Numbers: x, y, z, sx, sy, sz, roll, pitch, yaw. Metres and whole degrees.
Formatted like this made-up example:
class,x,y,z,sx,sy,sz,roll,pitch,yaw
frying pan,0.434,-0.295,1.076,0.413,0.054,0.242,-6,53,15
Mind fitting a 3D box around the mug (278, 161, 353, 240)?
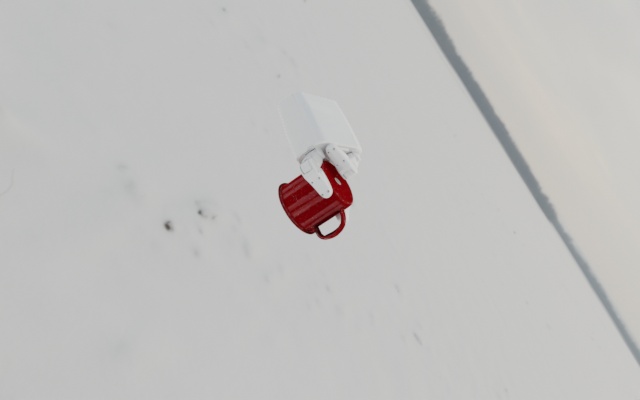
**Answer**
class,x,y,z,sx,sy,sz,roll,pitch,yaw
mug,0.001,0.003,0.726,0.081,0.117,0.093,-33,-25,21
